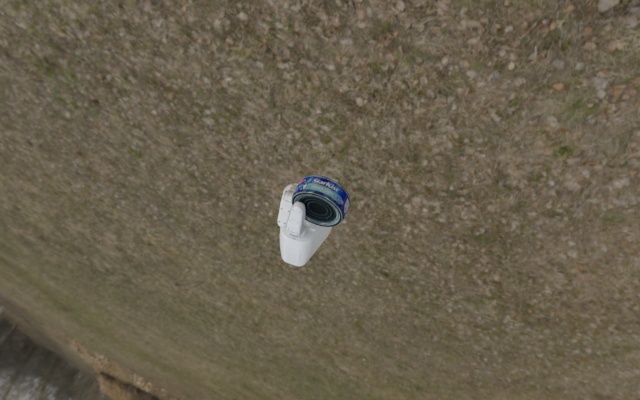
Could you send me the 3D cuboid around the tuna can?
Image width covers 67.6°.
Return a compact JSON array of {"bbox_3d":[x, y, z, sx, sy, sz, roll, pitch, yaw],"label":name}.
[{"bbox_3d":[0.000,0.003,0.721,0.086,0.033,0.086,17,-34,12],"label":"tuna can"}]
